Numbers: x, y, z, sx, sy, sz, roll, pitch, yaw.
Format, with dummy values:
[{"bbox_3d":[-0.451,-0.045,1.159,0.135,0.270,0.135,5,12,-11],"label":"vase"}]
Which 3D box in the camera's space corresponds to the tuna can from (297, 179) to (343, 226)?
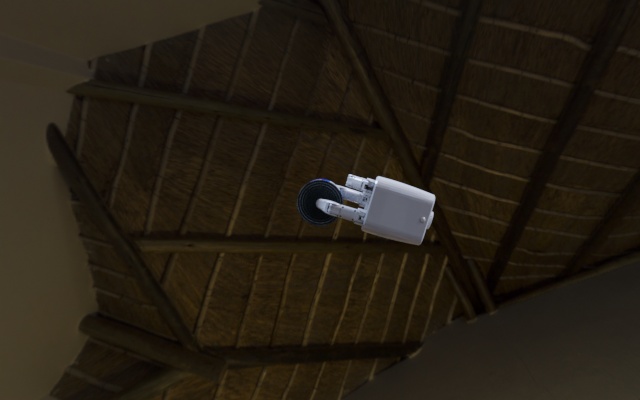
[{"bbox_3d":[0.000,0.003,0.889,0.086,0.086,0.033,0,7,4],"label":"tuna can"}]
